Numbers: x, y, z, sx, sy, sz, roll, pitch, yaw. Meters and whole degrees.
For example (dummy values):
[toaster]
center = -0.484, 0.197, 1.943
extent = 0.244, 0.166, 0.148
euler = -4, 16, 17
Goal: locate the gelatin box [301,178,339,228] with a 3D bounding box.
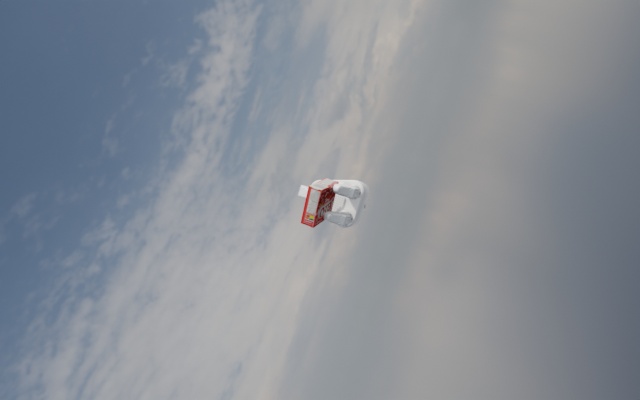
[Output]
[gelatin box]
center = 0.000, 0.003, 0.881
extent = 0.030, 0.073, 0.089
euler = 19, 19, 18
